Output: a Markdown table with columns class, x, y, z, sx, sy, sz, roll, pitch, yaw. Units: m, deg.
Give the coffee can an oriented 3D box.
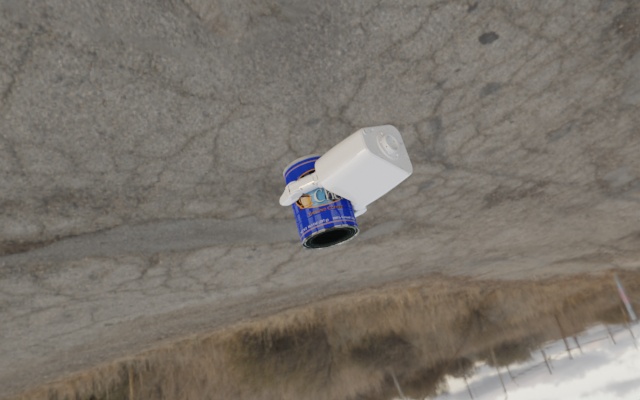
| class | x | y | z | sx | sy | sz | roll | pitch | yaw |
| --- | --- | --- | --- | --- | --- | --- | --- | --- | --- |
| coffee can | 0.000 | 0.003 | 0.833 | 0.103 | 0.140 | 0.103 | -13 | -22 | -6 |
